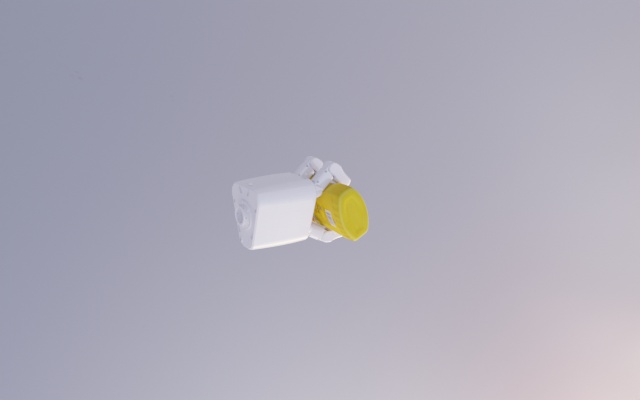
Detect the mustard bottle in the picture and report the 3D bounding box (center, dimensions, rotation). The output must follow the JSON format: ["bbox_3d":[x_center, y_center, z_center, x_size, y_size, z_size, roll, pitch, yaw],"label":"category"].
[{"bbox_3d":[0.001,0.003,0.849,0.058,0.096,0.191,-37,32,-23],"label":"mustard bottle"}]
